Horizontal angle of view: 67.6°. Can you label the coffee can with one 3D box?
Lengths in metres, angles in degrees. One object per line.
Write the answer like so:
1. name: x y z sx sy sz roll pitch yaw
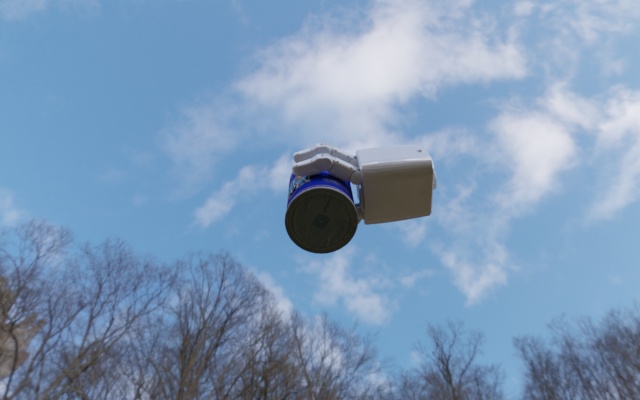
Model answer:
1. coffee can: 0.000 0.003 0.727 0.103 0.103 0.140 0 24 -1
